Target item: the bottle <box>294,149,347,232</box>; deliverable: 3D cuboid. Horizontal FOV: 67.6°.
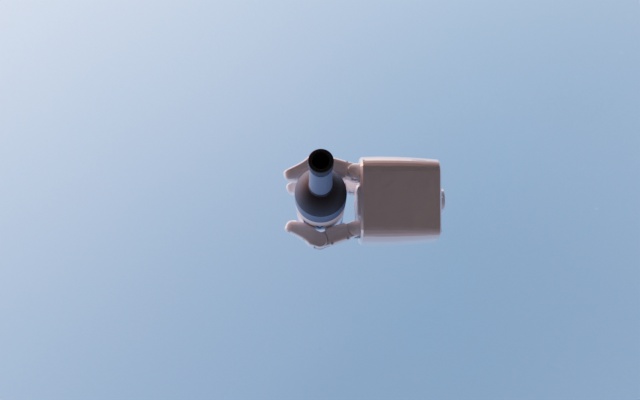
[{"bbox_3d":[0.000,0.002,0.635,0.069,0.069,0.296,0,-17,0],"label":"bottle"}]
